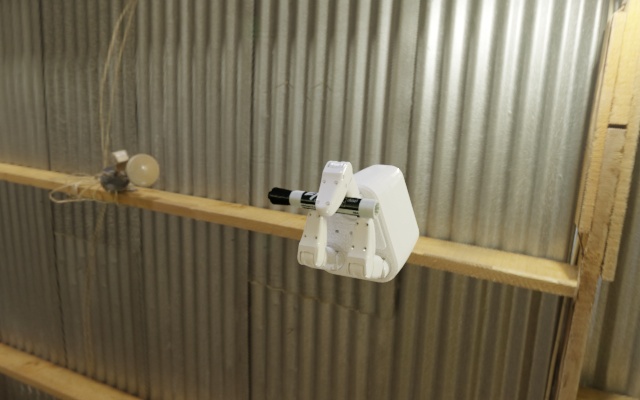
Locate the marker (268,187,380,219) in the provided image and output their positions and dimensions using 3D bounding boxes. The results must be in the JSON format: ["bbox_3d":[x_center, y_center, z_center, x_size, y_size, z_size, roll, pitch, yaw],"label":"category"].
[{"bbox_3d":[0.000,0.002,0.483,0.121,0.020,0.020,7,3,25],"label":"marker"}]
